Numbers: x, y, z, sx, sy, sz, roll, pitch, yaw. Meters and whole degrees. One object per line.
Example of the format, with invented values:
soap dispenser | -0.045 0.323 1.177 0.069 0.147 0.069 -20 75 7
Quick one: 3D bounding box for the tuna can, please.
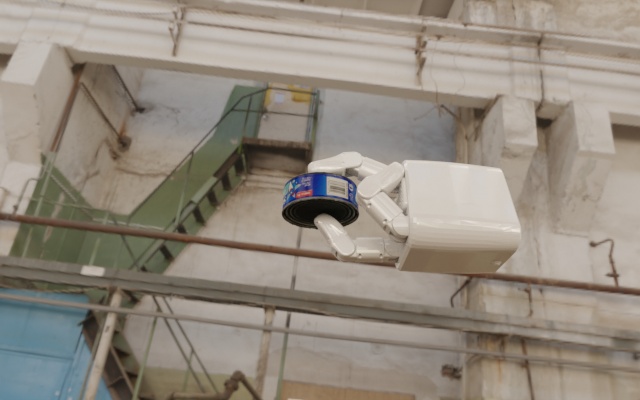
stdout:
tuna can | 0.000 0.001 0.535 0.086 0.033 0.086 0 -25 0
